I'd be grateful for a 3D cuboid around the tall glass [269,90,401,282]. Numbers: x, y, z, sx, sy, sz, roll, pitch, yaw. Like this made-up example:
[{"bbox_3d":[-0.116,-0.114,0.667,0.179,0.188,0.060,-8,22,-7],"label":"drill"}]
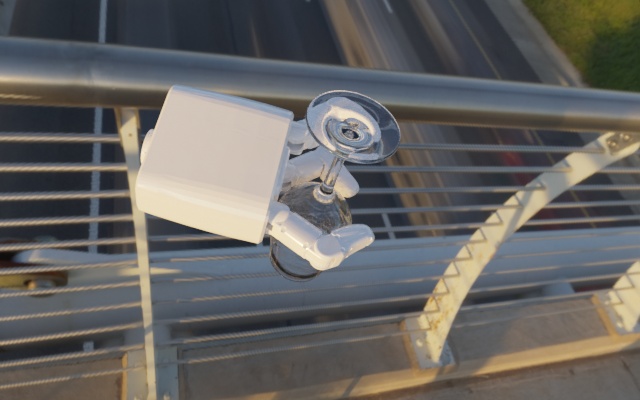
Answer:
[{"bbox_3d":[0.000,0.001,0.432,0.079,0.079,0.201,0,-36,-17],"label":"tall glass"}]
